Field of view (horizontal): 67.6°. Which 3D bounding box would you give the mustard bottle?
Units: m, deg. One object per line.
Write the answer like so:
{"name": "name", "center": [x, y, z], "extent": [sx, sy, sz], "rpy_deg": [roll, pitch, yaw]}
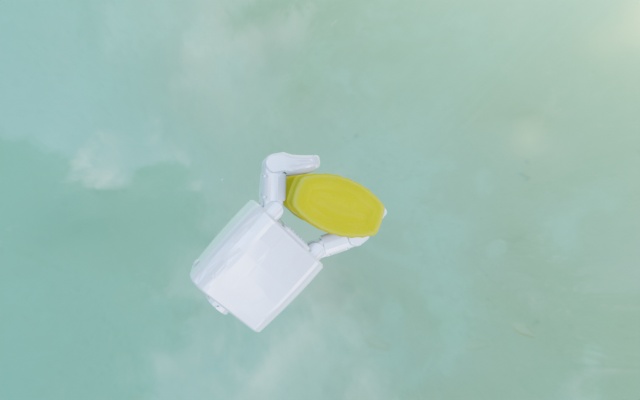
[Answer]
{"name": "mustard bottle", "center": [0.000, 0.002, 0.556], "extent": [0.096, 0.058, 0.191], "rpy_deg": [18, -1, -12]}
